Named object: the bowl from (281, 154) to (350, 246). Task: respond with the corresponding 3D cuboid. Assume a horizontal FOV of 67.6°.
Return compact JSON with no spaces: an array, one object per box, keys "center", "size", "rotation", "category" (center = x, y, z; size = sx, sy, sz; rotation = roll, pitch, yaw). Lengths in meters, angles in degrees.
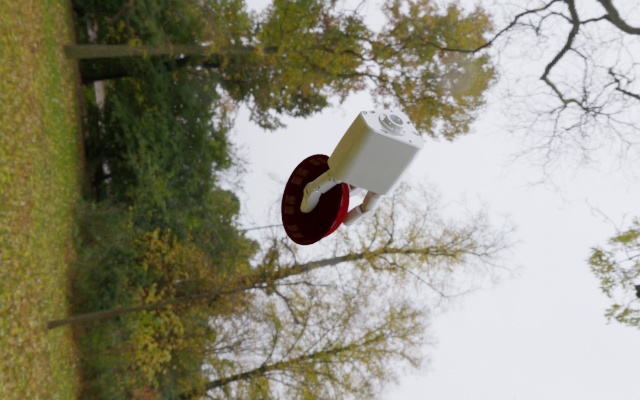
[{"center":[0.000,0.003,0.836],"size":[0.055,0.162,0.162],"rotation":[16,-10,-40],"category":"bowl"}]
